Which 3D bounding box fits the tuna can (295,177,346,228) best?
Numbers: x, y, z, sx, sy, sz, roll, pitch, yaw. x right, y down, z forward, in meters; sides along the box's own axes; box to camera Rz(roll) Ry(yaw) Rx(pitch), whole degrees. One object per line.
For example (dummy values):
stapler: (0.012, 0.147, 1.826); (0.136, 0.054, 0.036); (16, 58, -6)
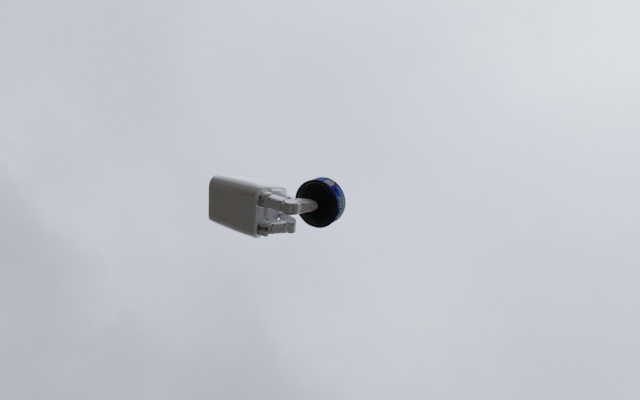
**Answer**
tuna can: (0.000, 0.003, 0.835); (0.086, 0.086, 0.033); (0, 14, 30)
